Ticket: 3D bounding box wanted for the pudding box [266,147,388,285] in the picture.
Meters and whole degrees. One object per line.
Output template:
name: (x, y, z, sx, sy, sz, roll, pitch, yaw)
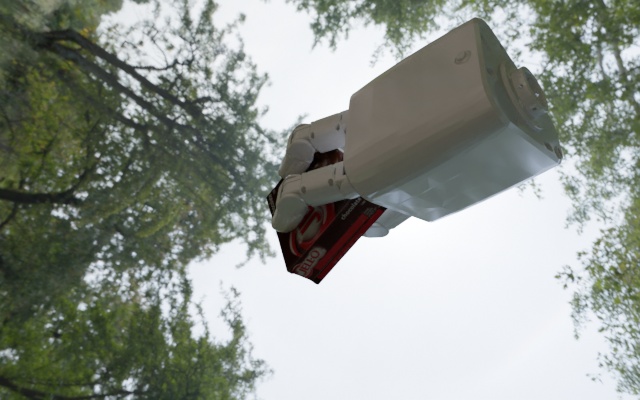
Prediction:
pudding box: (0.000, 0.001, 0.408, 0.039, 0.090, 0.113, 31, 19, -29)
